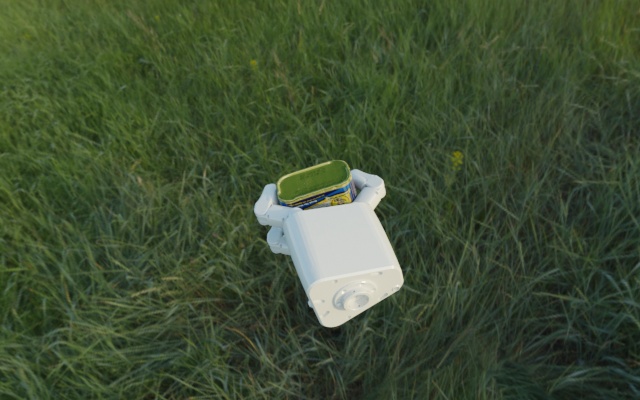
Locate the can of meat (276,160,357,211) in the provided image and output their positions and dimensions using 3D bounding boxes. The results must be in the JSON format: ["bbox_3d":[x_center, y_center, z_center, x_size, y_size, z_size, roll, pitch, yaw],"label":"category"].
[{"bbox_3d":[0.000,0.002,0.624,0.102,0.084,0.057,-18,44,1],"label":"can of meat"}]
